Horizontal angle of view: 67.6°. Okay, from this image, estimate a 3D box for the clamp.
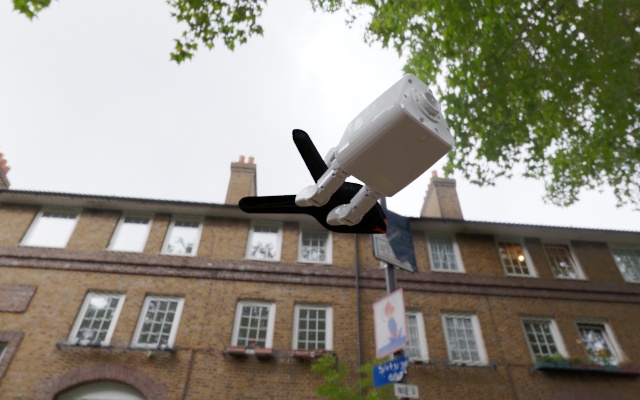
[{"bbox_3d":[0.001,0.002,0.669,0.210,0.036,0.165,30,-49,-26],"label":"clamp"}]
